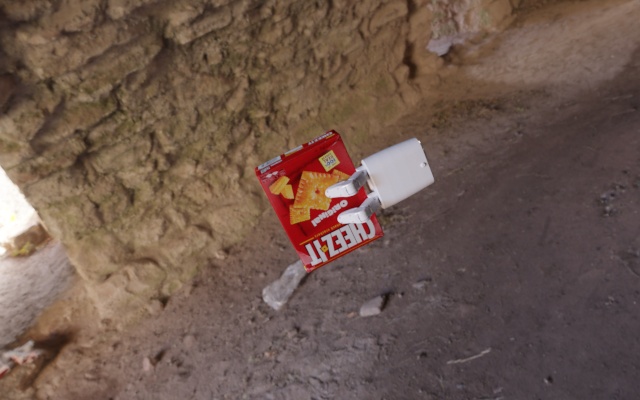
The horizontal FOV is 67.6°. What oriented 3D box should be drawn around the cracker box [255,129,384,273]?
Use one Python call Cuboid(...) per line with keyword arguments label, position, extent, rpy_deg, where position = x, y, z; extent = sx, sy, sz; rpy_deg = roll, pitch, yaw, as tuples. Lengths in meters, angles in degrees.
Cuboid(label="cracker box", position=(0.000, 0.003, 0.876), extent=(0.164, 0.214, 0.072), rpy_deg=(-26, 19, -1))
